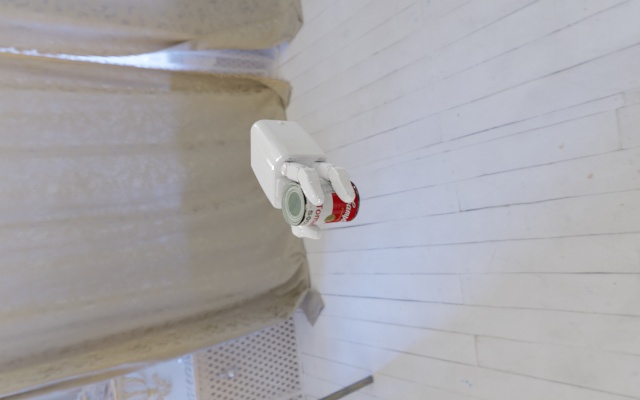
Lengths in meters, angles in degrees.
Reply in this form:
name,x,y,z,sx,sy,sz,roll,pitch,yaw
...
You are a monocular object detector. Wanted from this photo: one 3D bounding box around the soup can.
name,x,y,z,sx,sy,sz,roll,pitch,yaw
soup can,0.000,0.003,0.728,0.102,0.068,0.068,-3,2,-35
